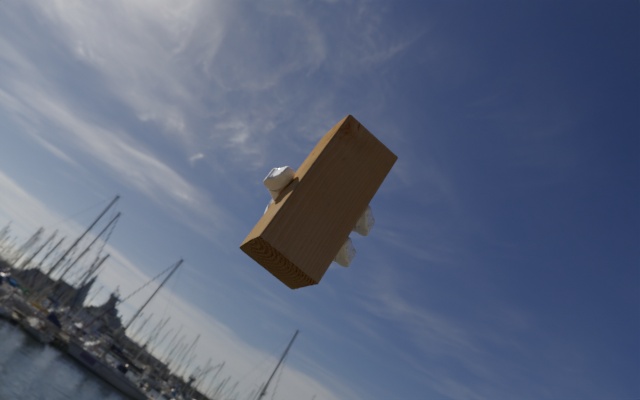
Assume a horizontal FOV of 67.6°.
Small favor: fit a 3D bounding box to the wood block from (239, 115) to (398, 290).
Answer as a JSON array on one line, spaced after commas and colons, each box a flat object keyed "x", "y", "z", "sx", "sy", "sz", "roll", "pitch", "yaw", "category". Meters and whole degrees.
[{"x": 0.000, "y": 0.002, "z": 0.616, "sx": 0.091, "sy": 0.206, "sz": 0.090, "roll": 40, "pitch": -27, "yaw": -11, "category": "wood block"}]
